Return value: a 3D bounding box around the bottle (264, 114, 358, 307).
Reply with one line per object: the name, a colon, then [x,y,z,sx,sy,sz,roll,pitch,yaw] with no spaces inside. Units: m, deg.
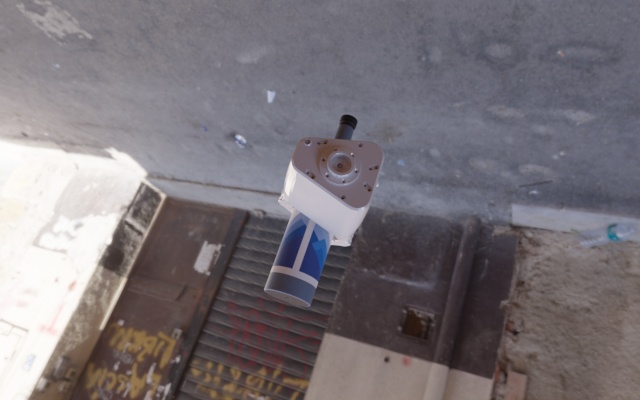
bottle: [0.000,0.003,0.697,0.069,0.295,0.069,17,-21,7]
